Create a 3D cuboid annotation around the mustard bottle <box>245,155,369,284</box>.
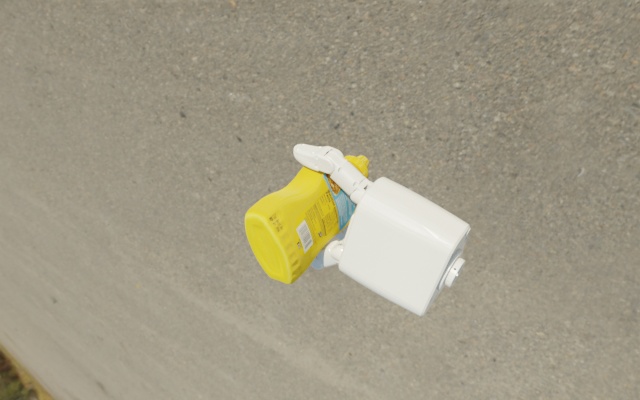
[{"bbox_3d":[0.000,0.002,0.556,0.058,0.096,0.191,10,40,40],"label":"mustard bottle"}]
